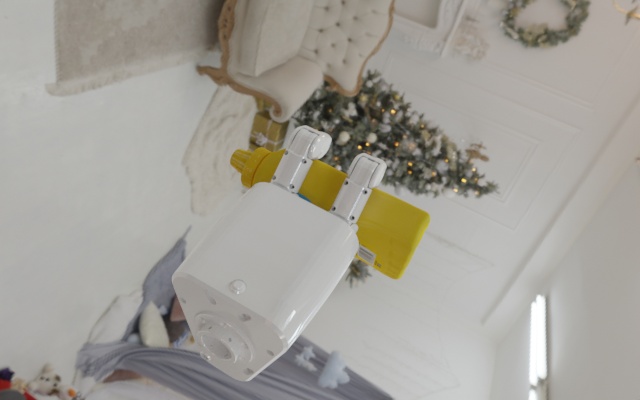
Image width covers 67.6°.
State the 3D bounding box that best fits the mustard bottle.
[{"bbox_3d":[0.000,0.001,0.439,0.191,0.058,0.096,27,-20,12],"label":"mustard bottle"}]
